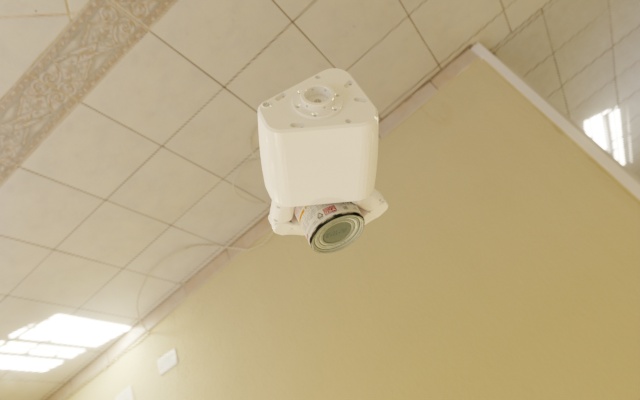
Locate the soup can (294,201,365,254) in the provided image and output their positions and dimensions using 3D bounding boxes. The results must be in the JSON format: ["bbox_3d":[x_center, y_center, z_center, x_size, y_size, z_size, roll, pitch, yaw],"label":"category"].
[{"bbox_3d":[0.000,0.002,0.552,0.068,0.102,0.069,-18,-37,-14],"label":"soup can"}]
